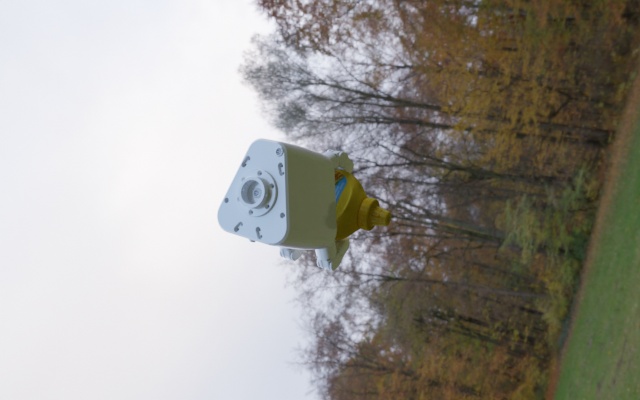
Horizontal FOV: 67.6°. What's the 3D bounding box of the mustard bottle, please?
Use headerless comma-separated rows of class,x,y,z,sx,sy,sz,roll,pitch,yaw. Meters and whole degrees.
mustard bottle,0.000,0.002,0.623,0.191,0.096,0.058,14,-23,27
